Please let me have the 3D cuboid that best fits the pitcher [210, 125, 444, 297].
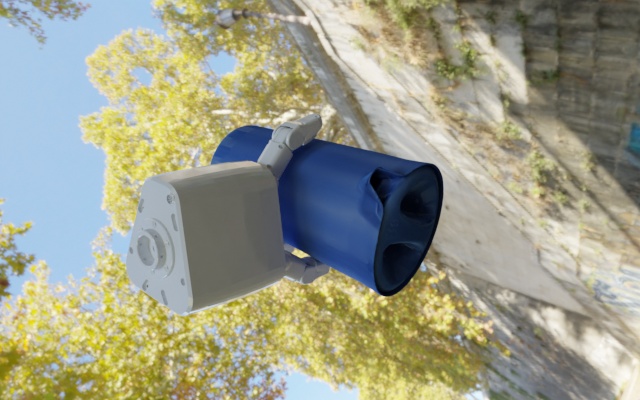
[{"bbox_3d":[0.000,0.002,0.521,0.243,0.149,0.145,21,23,34],"label":"pitcher"}]
